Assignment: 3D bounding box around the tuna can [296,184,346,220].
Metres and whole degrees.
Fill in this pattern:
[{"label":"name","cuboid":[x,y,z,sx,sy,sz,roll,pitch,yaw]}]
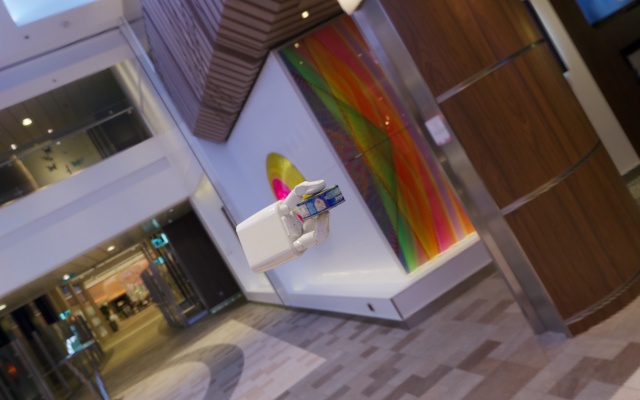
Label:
[{"label":"tuna can","cuboid":[0.000,0.002,0.865,0.086,0.034,0.086,-25,3,2]}]
